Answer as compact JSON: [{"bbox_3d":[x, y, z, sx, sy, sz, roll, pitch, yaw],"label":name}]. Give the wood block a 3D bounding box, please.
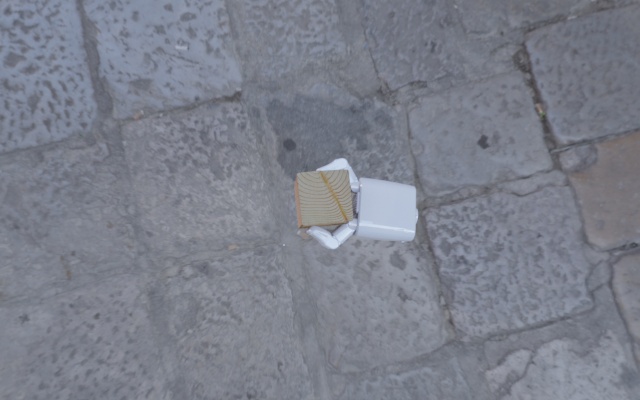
[{"bbox_3d":[0.001,0.003,0.897,0.090,0.091,0.206,-5,-5,-5],"label":"wood block"}]
